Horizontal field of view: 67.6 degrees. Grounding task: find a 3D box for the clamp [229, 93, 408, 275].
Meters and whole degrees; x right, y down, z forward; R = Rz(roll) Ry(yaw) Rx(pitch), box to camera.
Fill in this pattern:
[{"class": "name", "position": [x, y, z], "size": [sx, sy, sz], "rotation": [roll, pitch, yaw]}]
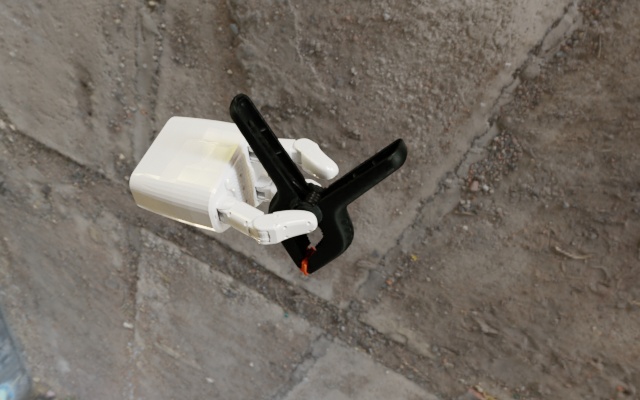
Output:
[{"class": "clamp", "position": [0.000, 0.002, 0.469], "size": [0.164, 0.210, 0.036], "rotation": [14, 45, 20]}]
